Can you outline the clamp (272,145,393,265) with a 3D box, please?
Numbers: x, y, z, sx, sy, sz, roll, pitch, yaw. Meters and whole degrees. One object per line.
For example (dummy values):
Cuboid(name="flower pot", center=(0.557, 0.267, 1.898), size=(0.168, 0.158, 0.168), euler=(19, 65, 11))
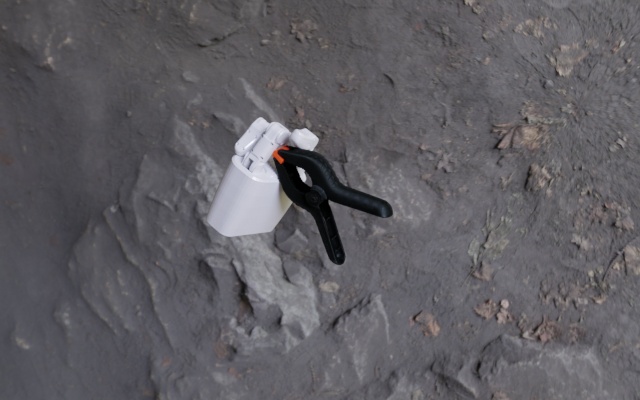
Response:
Cuboid(name="clamp", center=(0.000, 0.002, 0.619), size=(0.171, 0.120, 0.039), euler=(41, 30, 16))
